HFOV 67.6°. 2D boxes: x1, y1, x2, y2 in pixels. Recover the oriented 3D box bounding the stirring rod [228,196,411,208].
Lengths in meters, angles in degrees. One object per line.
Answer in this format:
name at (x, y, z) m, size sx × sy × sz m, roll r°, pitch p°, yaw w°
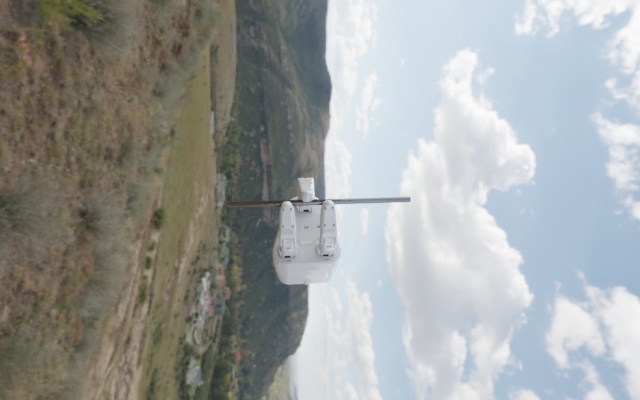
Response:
stirring rod at (0.000, 0.002, 0.631) m, size 0.239 × 0.011 × 0.011 m, roll -2°, pitch 0°, yaw -4°
